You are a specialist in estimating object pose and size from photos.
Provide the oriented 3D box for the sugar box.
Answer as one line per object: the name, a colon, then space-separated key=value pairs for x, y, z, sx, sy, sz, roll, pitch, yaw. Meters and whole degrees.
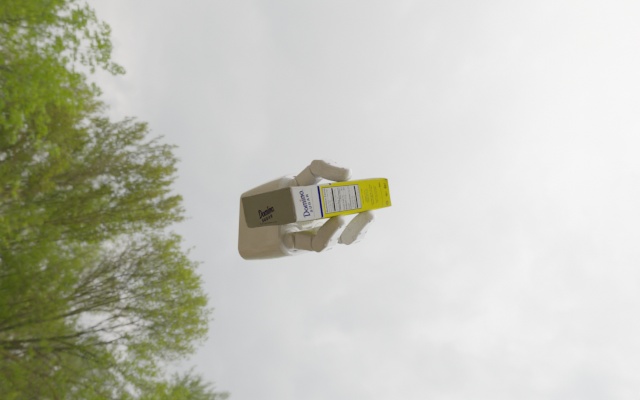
sugar box: x=0.000 y=0.003 z=0.600 sx=0.176 sy=0.048 sz=0.093 roll=-11 pitch=1 yaw=-45
